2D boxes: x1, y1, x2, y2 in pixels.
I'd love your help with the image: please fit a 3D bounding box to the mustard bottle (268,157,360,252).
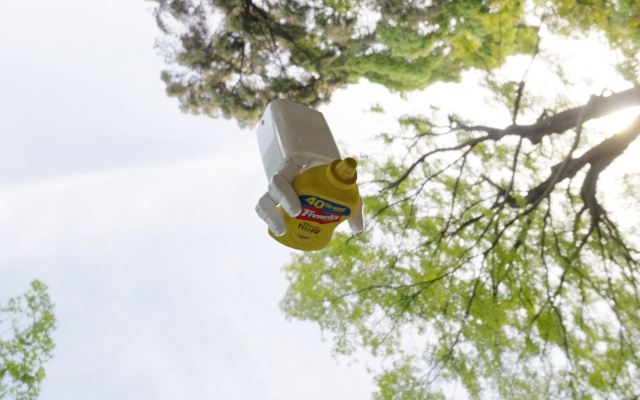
[{"bbox_3d":[0.000,0.003,0.664,0.096,0.058,0.192,19,-39,-16],"label":"mustard bottle"}]
